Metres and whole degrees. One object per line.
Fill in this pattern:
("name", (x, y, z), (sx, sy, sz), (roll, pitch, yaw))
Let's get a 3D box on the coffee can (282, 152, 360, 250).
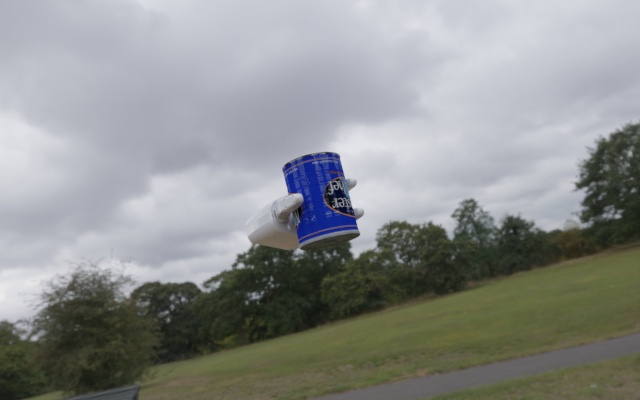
("coffee can", (0.000, 0.003, 0.798), (0.103, 0.140, 0.103), (-13, -13, -3))
